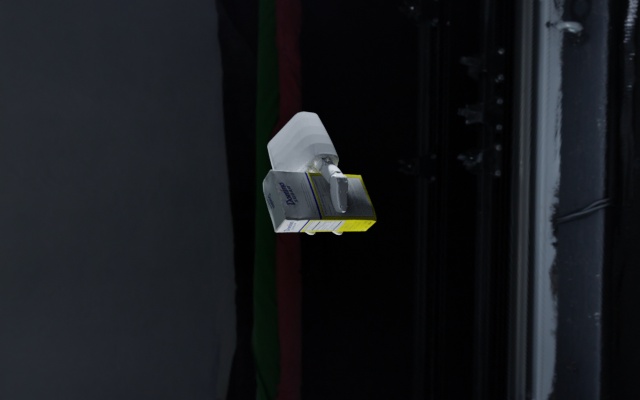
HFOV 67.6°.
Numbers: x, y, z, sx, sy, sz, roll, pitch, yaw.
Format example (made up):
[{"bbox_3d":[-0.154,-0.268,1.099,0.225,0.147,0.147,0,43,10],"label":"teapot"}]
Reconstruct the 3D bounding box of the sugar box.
[{"bbox_3d":[0.000,0.003,0.771,0.176,0.093,0.048,1,-34,-31],"label":"sugar box"}]
